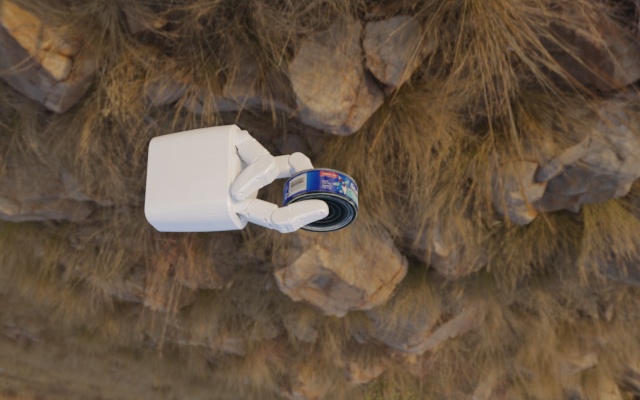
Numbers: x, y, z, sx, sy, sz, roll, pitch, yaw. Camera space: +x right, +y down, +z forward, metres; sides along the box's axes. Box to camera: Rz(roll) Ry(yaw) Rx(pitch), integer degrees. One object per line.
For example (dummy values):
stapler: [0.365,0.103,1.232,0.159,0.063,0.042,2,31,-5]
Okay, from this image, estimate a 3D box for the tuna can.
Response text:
tuna can: [0.000,0.002,0.541,0.086,0.033,0.086,0,-34,0]
